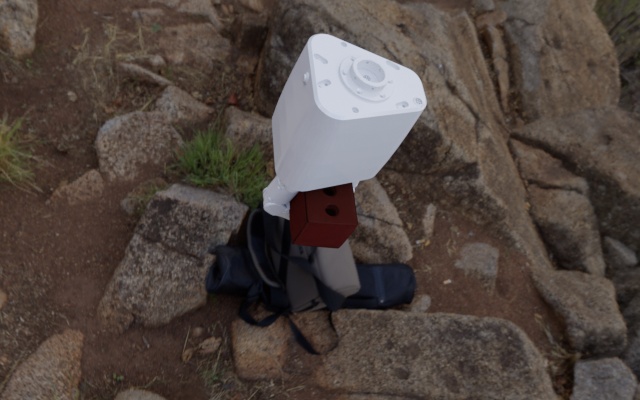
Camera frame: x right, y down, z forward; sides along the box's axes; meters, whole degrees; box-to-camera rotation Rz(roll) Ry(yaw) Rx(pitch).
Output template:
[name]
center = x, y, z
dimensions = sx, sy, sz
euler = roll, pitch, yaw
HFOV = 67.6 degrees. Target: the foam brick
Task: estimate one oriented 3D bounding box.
[foam brick]
center = 0.000, 0.002, 0.479
dimensions = 0.053, 0.078, 0.051
euler = 5, -31, -21
